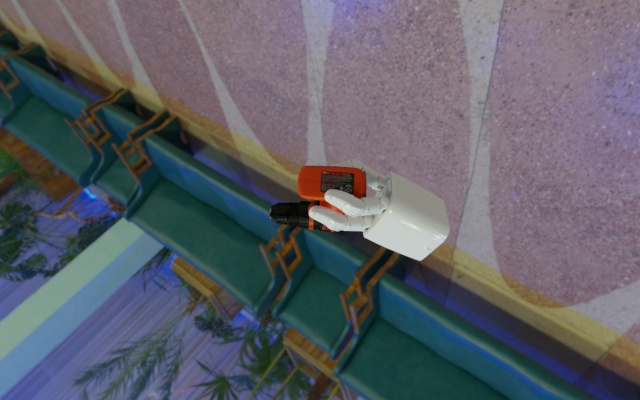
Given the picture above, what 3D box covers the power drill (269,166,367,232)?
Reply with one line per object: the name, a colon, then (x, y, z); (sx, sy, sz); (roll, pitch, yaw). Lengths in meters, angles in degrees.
power drill: (0.000, 0.003, 0.805); (0.184, 0.057, 0.188); (2, -19, -1)
